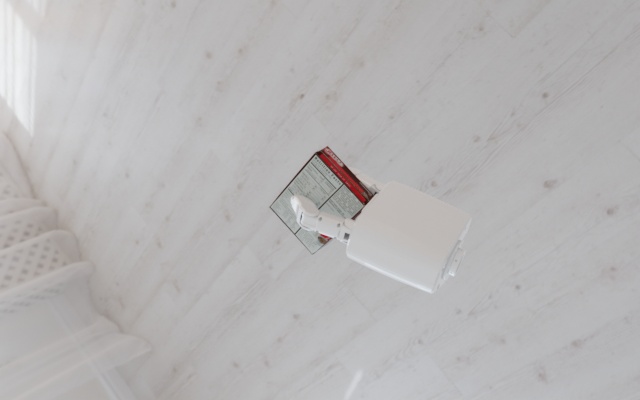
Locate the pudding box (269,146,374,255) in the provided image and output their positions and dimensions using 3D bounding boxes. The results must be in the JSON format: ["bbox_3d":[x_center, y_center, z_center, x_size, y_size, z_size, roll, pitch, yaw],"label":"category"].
[{"bbox_3d":[0.000,0.002,0.602,0.113,0.090,0.039,-46,-7,32],"label":"pudding box"}]
